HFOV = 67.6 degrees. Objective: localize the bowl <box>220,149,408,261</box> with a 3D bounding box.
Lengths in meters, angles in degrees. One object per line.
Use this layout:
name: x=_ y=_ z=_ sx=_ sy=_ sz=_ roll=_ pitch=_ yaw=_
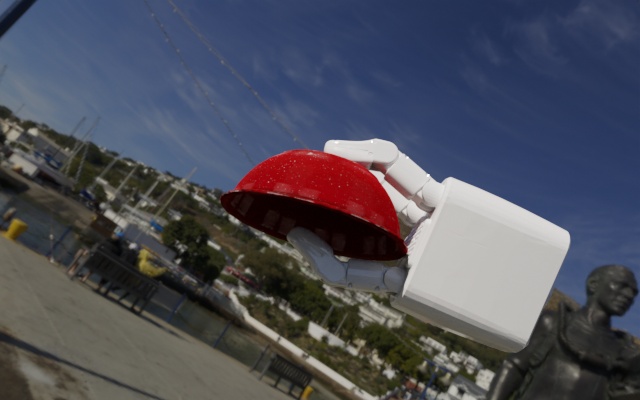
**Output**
bowl: x=-0.001 y=0.000 z=0.408 sx=0.162 sy=0.055 sz=0.162 roll=14 pitch=-17 yaw=4
